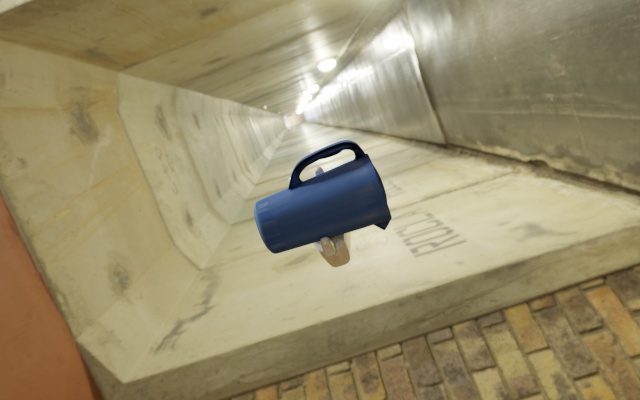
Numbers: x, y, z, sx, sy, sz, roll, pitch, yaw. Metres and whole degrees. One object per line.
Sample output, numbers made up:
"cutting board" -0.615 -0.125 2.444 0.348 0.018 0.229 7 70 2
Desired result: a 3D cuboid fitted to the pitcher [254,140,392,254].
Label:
"pitcher" 0.000 0.003 0.899 0.243 0.149 0.145 -20 -29 4
